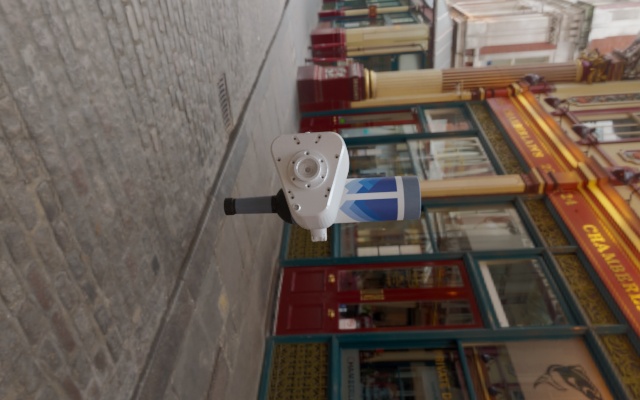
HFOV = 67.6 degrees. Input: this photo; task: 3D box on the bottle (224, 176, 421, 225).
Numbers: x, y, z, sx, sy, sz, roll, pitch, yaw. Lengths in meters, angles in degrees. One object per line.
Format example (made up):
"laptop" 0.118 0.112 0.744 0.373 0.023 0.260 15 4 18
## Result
"bottle" 0.000 0.002 0.731 0.296 0.069 0.069 -3 0 3
